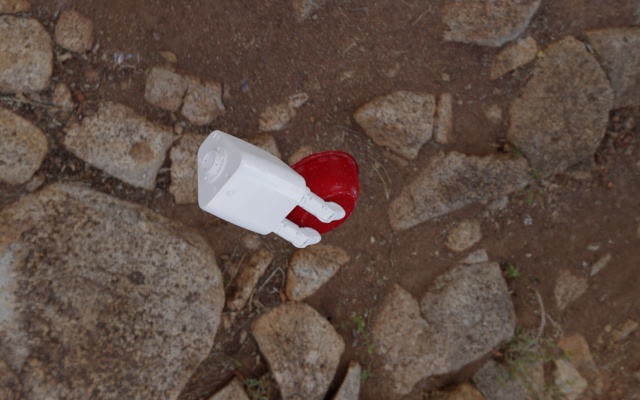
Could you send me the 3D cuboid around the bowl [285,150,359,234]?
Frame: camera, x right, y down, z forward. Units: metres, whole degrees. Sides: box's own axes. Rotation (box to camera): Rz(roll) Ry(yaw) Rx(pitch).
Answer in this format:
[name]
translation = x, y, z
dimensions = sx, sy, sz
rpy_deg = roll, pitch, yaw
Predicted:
[bowl]
translation = 0.001, 0.003, 0.723
dimensions = 0.162, 0.055, 0.162
rpy_deg = -22, -35, -16
